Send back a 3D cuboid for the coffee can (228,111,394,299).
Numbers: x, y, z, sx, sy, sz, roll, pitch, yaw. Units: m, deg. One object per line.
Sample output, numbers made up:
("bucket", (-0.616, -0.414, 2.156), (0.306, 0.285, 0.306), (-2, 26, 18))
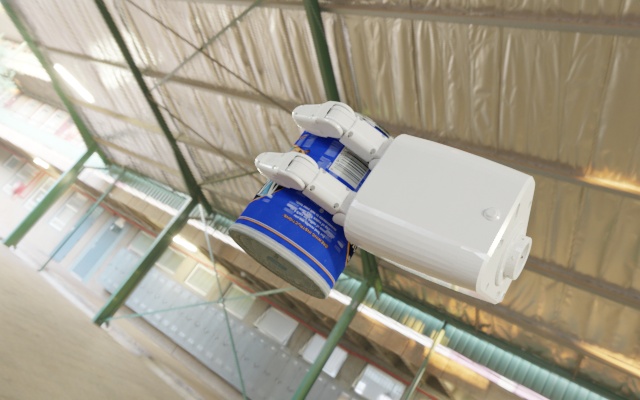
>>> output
("coffee can", (0.000, 0.001, 0.430), (0.103, 0.140, 0.103), (31, -19, 12))
